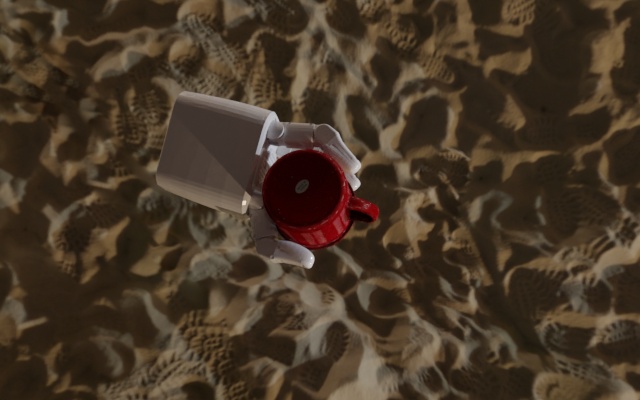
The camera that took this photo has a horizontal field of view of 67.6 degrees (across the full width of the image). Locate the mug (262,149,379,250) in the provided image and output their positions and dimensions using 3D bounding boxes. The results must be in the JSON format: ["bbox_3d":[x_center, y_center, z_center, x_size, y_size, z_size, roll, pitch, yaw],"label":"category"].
[{"bbox_3d":[0.001,0.002,0.475,0.117,0.093,0.081,15,-11,10],"label":"mug"}]
